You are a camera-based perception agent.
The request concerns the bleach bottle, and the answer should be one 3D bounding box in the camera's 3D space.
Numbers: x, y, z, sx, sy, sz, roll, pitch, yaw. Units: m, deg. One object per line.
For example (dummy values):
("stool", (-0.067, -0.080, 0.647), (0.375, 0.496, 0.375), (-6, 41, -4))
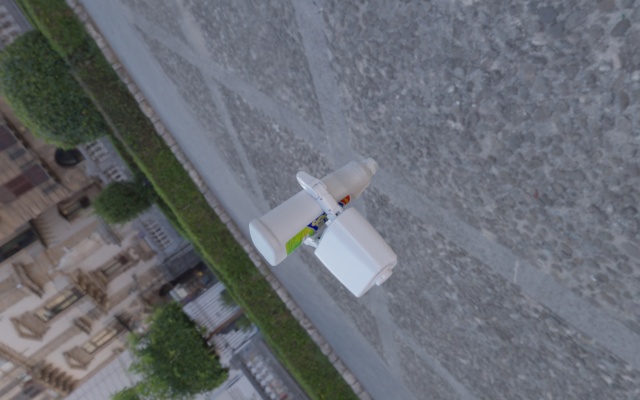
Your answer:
("bleach bottle", (0.000, 0.003, 0.804), (0.251, 0.068, 0.103), (-37, -18, -19))
